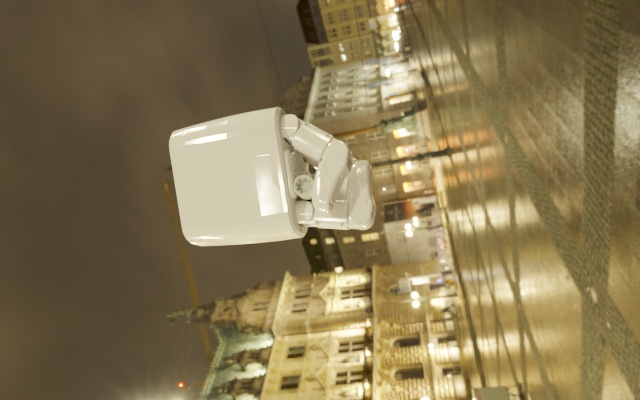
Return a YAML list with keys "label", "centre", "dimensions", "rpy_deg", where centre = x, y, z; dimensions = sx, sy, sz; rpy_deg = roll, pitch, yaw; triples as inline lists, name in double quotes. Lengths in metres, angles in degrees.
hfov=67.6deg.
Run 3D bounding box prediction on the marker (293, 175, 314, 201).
- label: "marker"
  centre: [0.000, 0.001, 0.458]
  dimensions: [0.020, 0.020, 0.121]
  rpy_deg: [0, -14, 15]
